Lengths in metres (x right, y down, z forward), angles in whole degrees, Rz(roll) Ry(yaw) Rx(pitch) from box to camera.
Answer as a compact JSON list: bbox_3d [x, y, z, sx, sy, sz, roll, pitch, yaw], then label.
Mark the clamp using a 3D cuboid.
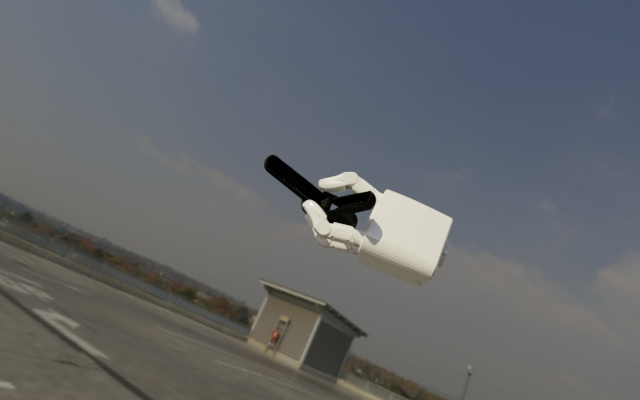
[{"bbox_3d":[0.001,0.002,0.722,0.164,0.036,0.210,24,-17,10],"label":"clamp"}]
